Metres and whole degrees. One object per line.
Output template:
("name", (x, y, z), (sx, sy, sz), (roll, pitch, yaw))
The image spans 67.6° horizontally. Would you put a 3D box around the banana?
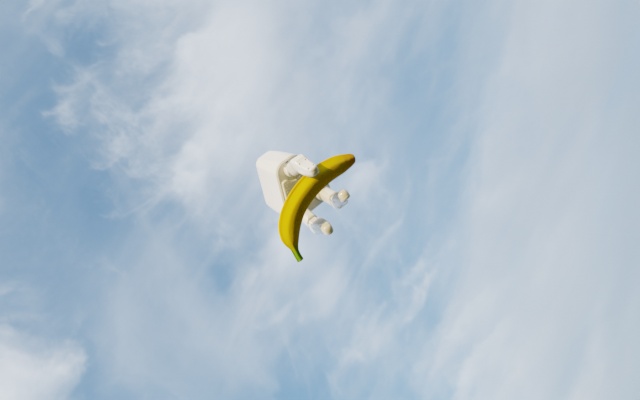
("banana", (-0.016, -0.004, 0.769), (0.070, 0.198, 0.037), (32, -8, -24))
